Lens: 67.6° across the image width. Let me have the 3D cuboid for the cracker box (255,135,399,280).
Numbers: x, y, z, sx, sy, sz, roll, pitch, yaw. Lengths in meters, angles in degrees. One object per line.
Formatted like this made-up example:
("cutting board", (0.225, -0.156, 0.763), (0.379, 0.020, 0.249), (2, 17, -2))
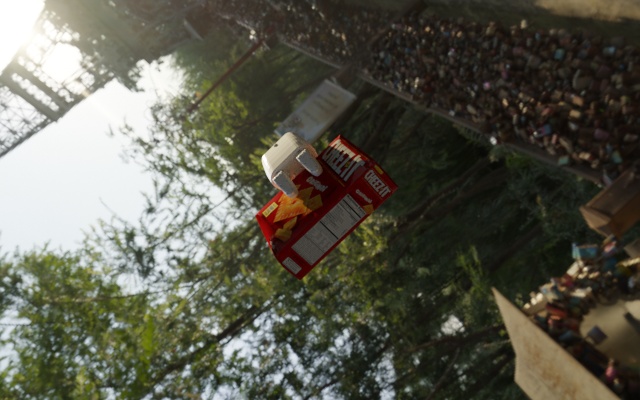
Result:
("cracker box", (0.000, 0.003, 0.789), (0.072, 0.214, 0.164), (44, 4, -28))
